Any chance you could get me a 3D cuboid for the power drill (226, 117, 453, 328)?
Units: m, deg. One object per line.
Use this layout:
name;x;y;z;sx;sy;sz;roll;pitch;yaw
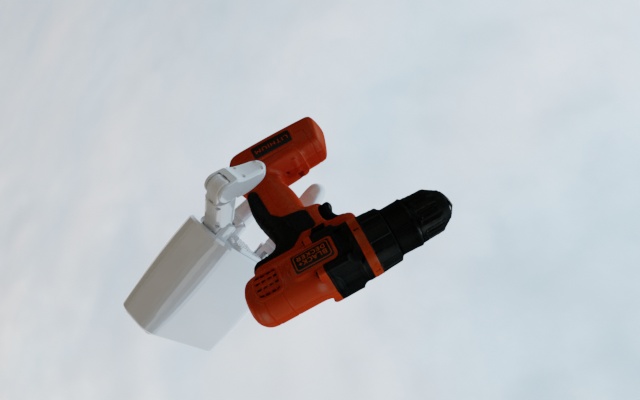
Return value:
power drill;0.000;0.001;0.436;0.184;0.057;0.187;-28;45;-1
